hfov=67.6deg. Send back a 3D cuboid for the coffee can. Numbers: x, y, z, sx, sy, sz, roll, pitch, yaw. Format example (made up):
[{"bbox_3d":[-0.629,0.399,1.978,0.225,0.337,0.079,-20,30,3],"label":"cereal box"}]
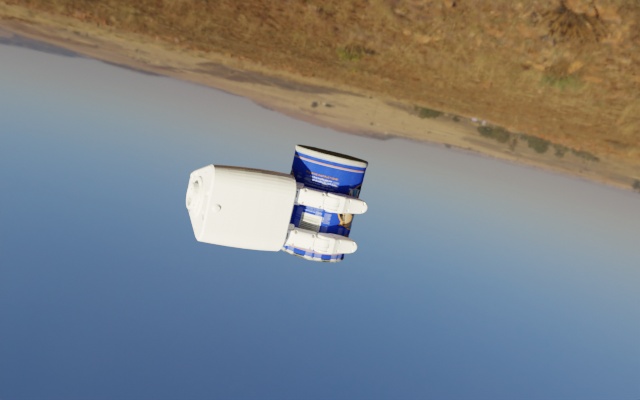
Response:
[{"bbox_3d":[0.000,0.002,0.665,0.103,0.140,0.103,13,9,-2],"label":"coffee can"}]
